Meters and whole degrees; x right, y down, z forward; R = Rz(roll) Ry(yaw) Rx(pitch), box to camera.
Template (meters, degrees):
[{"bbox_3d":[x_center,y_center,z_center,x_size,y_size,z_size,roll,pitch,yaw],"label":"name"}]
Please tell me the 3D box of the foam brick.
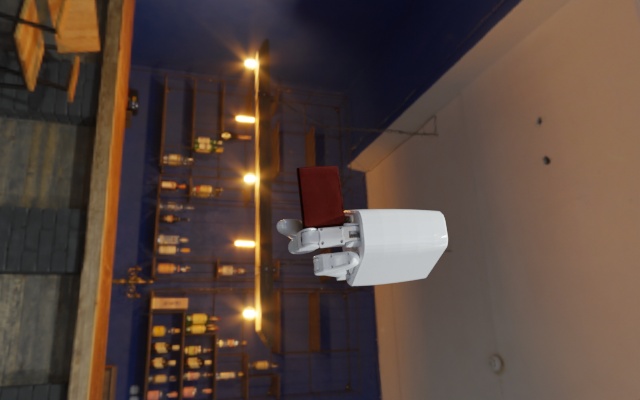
[{"bbox_3d":[0.000,0.002,0.594,0.051,0.078,0.053,-6,-18,-2],"label":"foam brick"}]
